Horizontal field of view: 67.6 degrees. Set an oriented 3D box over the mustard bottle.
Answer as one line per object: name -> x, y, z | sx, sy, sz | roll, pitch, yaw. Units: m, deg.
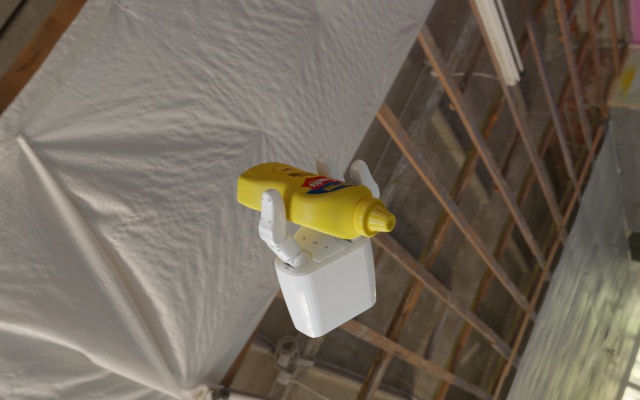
mustard bottle -> 0.000, 0.001, 0.535 | 0.191, 0.058, 0.096 | 18, 17, 40
